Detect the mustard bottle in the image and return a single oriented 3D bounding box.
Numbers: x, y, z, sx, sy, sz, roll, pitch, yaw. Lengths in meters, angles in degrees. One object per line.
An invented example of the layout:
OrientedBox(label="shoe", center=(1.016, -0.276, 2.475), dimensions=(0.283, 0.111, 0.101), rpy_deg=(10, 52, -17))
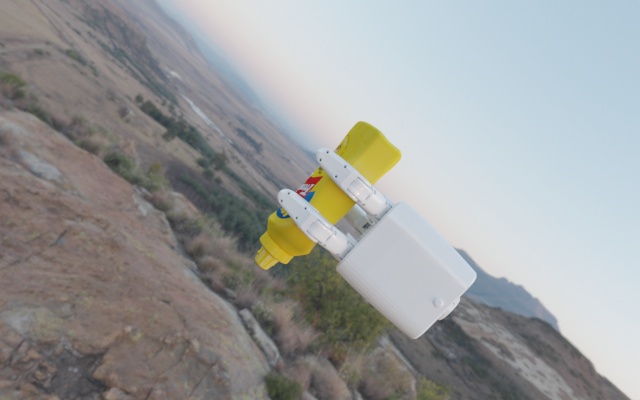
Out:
OrientedBox(label="mustard bottle", center=(0.000, 0.001, 0.517), dimensions=(0.058, 0.191, 0.096), rpy_deg=(42, 5, -15))
